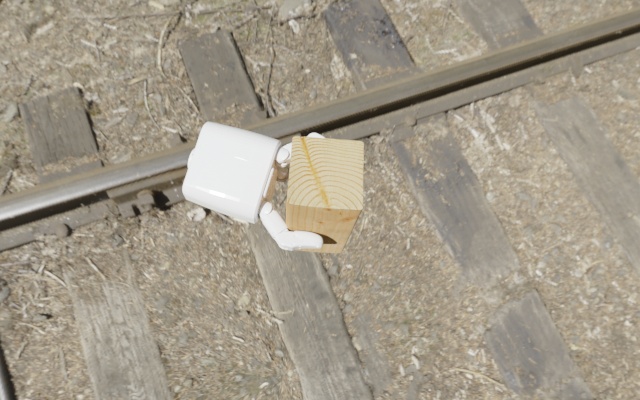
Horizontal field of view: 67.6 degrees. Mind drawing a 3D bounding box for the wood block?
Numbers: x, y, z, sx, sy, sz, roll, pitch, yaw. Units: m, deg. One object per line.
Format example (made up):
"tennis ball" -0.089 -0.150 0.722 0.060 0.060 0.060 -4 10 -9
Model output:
"wood block" 0.000 0.002 0.656 0.090 0.090 0.206 5 -20 -3
